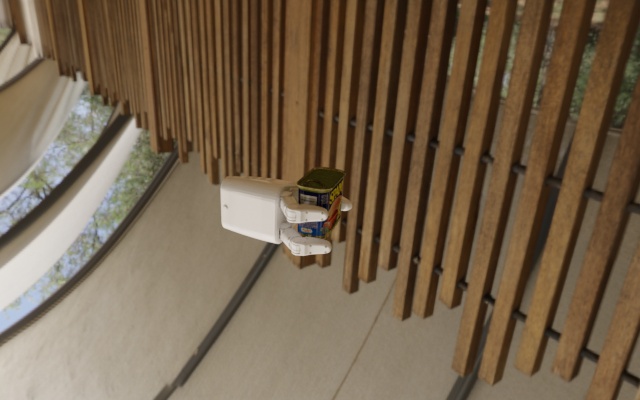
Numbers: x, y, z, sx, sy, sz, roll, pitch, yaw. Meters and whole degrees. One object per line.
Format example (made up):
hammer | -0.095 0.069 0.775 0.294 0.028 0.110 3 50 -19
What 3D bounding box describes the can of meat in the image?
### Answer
can of meat | 0.000 0.003 0.756 0.057 0.084 0.102 10 23 16
